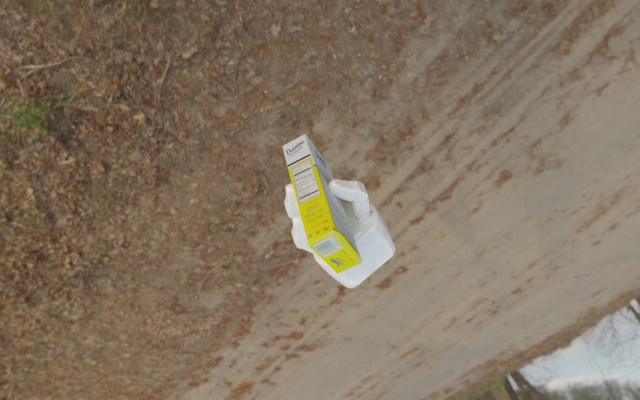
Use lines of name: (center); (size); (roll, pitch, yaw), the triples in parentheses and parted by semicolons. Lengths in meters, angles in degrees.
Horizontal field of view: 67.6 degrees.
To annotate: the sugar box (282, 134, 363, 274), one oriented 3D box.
sugar box: (0.000, 0.003, 0.652); (0.048, 0.176, 0.093); (-28, -40, 9)
